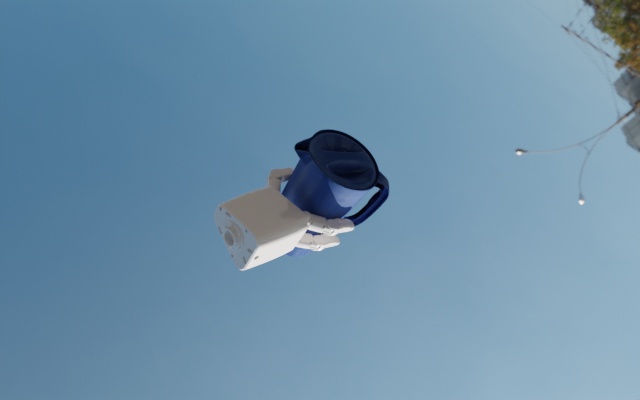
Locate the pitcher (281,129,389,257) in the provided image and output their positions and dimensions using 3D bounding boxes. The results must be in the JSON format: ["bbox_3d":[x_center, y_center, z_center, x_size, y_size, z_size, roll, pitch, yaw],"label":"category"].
[{"bbox_3d":[0.000,0.003,0.868,0.145,0.149,0.243,-22,-23,-43],"label":"pitcher"}]
